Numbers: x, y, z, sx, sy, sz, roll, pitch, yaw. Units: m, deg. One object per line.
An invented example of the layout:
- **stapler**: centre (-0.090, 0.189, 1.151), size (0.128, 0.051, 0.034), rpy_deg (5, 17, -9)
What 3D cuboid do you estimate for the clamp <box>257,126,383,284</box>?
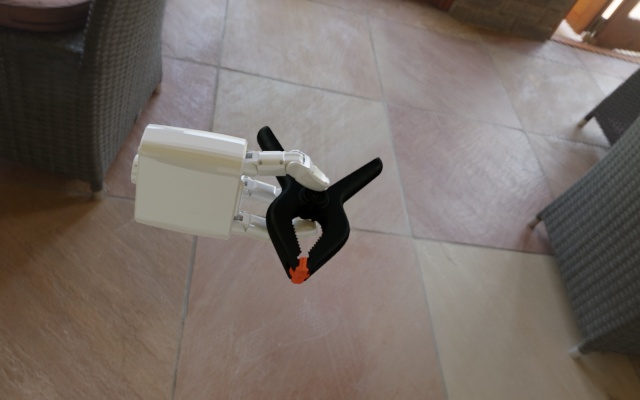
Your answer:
- **clamp**: centre (0.000, 0.002, 0.552), size (0.164, 0.209, 0.036), rpy_deg (9, -41, -10)
